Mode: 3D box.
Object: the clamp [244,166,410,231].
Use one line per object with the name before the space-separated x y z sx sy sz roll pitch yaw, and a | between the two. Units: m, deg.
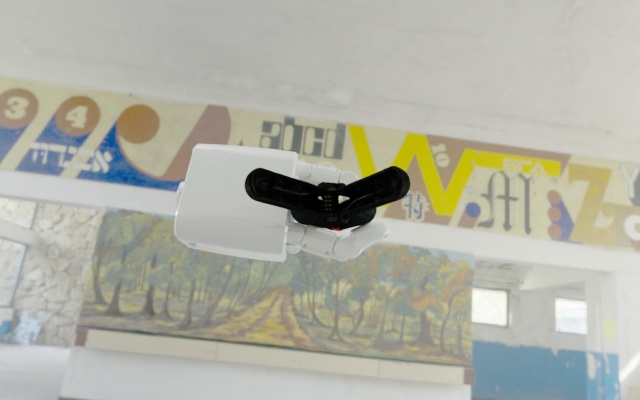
clamp | 0.000 0.001 0.414 0.120 0.039 0.171 7 -14 -2
